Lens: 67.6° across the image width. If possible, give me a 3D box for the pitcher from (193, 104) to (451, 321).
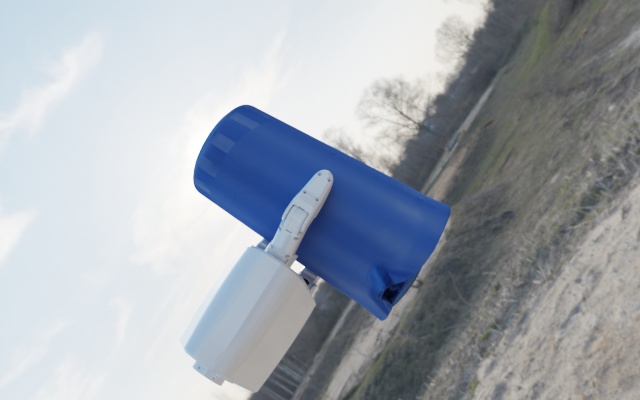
[{"bbox_3d":[0.000,0.002,0.500,0.243,0.145,0.149,31,-19,6],"label":"pitcher"}]
